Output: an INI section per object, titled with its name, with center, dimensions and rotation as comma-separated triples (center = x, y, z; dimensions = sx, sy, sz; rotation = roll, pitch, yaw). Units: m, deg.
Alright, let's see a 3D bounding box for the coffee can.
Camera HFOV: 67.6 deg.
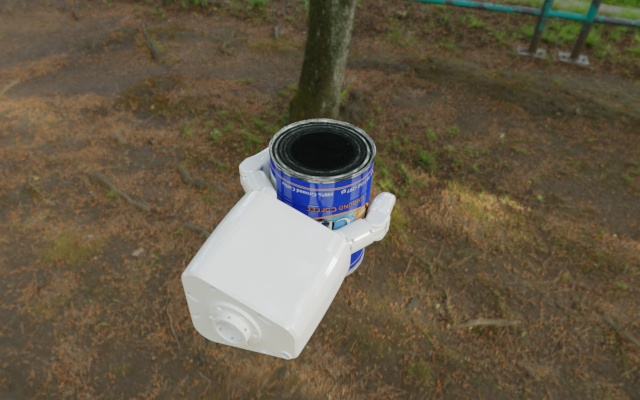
[coffee can]
center = 0.000, 0.002, 0.499
dimensions = 0.103, 0.140, 0.102
rotation = 1, 41, -1
